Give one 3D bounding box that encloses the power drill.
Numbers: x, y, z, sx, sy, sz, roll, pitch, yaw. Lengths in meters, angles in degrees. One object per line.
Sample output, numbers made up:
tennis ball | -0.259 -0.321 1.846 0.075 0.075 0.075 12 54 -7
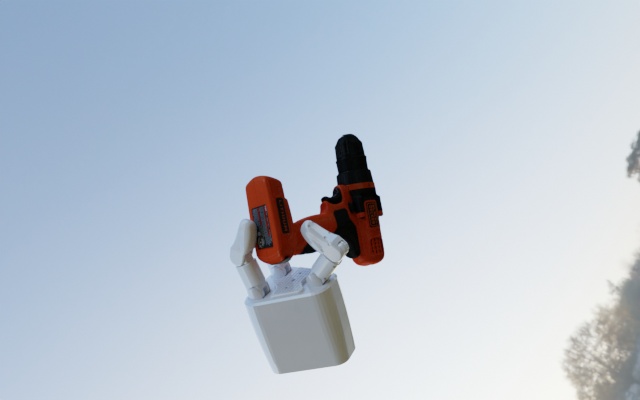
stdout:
power drill | 0.000 0.002 0.615 0.187 0.184 0.057 -5 -9 -37
